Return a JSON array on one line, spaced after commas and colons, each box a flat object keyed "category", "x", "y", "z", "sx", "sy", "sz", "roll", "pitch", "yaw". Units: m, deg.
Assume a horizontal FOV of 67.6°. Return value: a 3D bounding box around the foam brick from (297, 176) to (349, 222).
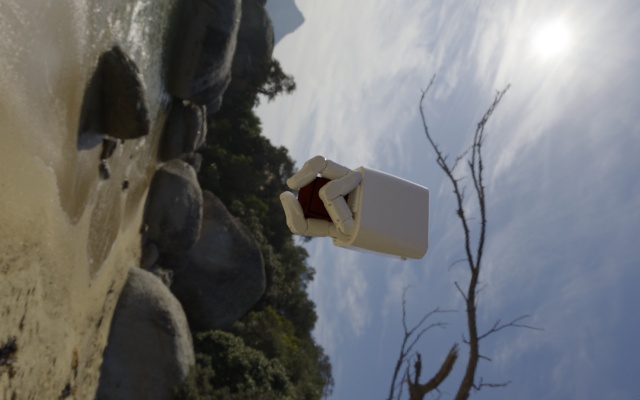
[{"category": "foam brick", "x": 0.000, "y": 0.002, "z": 0.668, "sx": 0.051, "sy": 0.053, "sz": 0.078, "roll": 15, "pitch": -11, "yaw": -15}]
